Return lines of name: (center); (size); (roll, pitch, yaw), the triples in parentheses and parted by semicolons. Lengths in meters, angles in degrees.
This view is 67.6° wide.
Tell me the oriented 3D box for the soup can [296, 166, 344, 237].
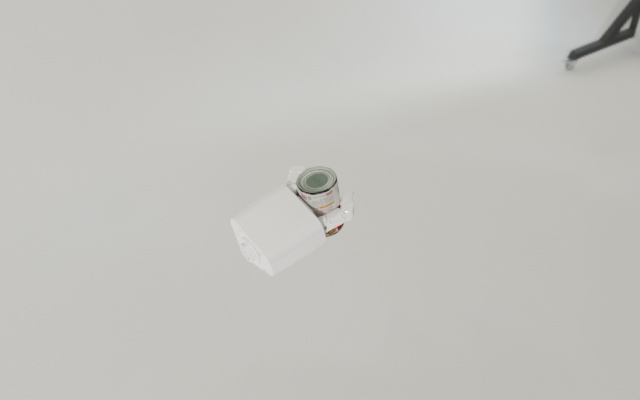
soup can: (0.001, 0.002, 0.793); (0.068, 0.102, 0.068); (-6, 42, 5)
